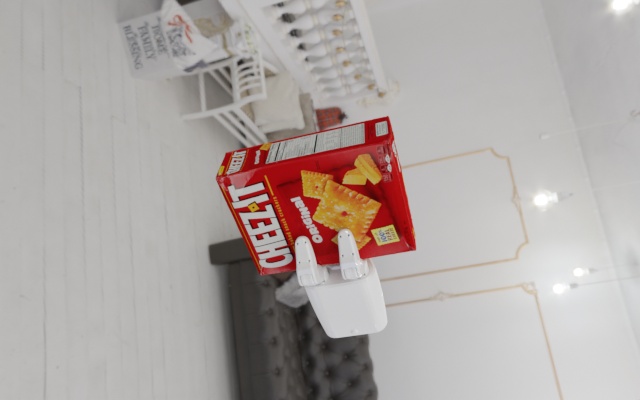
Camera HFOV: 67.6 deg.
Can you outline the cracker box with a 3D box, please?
[{"bbox_3d":[0.000,0.002,0.602,0.214,0.164,0.072,-11,32,11],"label":"cracker box"}]
